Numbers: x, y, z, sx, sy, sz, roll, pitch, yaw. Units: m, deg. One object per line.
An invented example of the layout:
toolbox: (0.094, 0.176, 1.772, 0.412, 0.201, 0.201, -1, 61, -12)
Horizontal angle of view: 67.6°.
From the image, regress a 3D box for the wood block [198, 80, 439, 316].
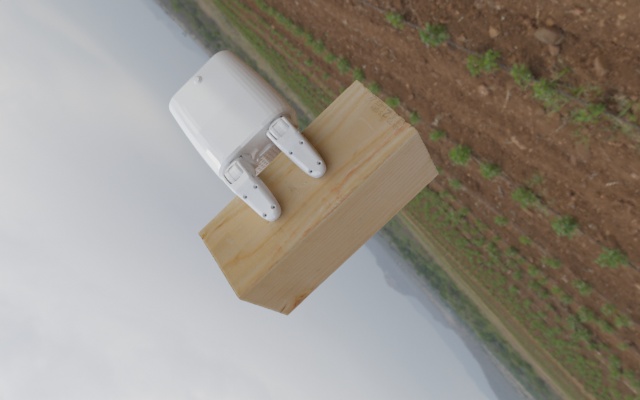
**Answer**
wood block: (0.000, 0.001, 0.458, 0.090, 0.206, 0.091, 49, 5, 32)
